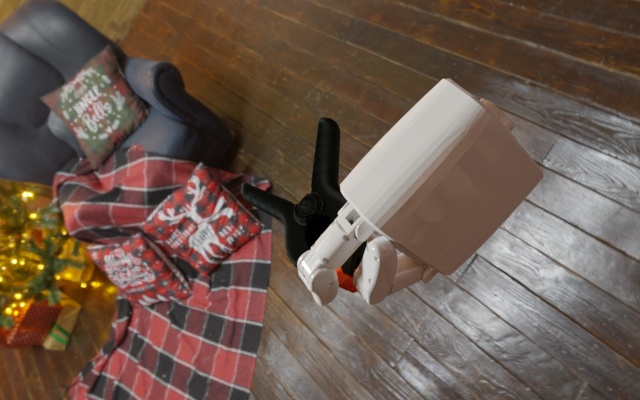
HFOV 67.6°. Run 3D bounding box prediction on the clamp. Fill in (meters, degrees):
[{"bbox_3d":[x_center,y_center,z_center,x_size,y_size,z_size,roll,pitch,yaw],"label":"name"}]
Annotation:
[{"bbox_3d":[0.000,0.001,0.434,0.039,0.120,0.171,25,21,-51],"label":"clamp"}]
